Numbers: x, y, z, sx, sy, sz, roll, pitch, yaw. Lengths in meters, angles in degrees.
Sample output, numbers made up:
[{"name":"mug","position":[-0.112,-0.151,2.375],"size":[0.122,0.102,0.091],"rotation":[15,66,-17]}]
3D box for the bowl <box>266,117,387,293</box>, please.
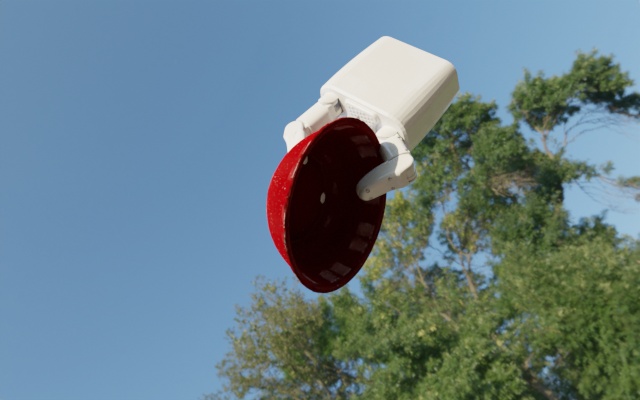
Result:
[{"name":"bowl","position":[-0.001,0.002,0.447],"size":[0.055,0.162,0.162],"rotation":[12,7,35]}]
